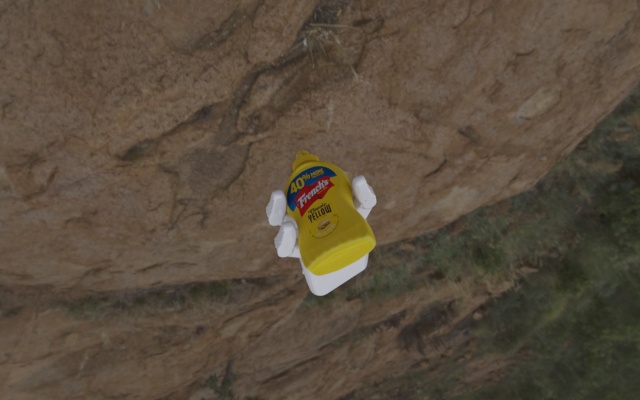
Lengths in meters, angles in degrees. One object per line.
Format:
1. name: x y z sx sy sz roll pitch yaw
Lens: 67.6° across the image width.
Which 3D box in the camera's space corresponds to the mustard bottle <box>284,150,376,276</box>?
1. mustard bottle: 0.000 0.002 0.660 0.096 0.191 0.058 -30 -38 12
